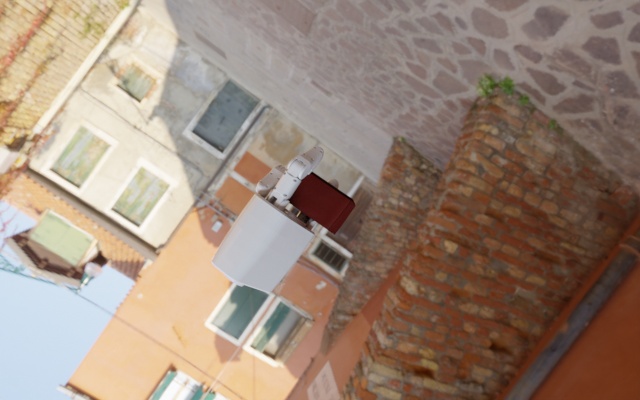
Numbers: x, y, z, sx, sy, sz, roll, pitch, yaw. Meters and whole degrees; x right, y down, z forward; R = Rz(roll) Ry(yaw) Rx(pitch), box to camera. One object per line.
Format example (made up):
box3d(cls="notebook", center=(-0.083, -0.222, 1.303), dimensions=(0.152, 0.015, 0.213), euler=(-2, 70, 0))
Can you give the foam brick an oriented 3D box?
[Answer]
box3d(cls="foam brick", center=(0.000, 0.002, 0.636), dimensions=(0.078, 0.051, 0.053), euler=(35, -3, 15))
